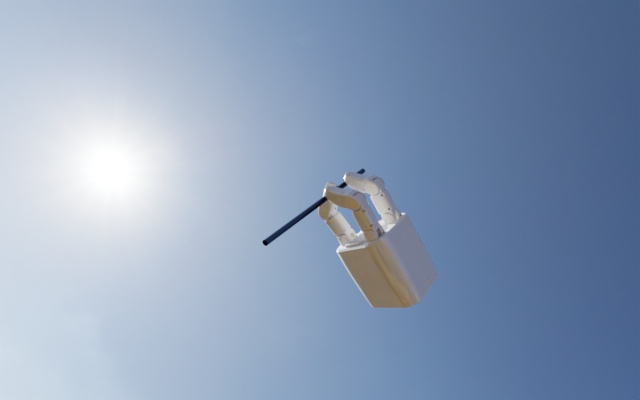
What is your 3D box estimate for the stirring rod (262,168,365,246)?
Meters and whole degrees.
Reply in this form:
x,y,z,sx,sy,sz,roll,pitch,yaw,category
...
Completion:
x,y,z,sx,sy,sz,roll,pitch,yaw,category
0.000,0.002,0.655,0.011,0.011,0.239,0,24,37,stirring rod
